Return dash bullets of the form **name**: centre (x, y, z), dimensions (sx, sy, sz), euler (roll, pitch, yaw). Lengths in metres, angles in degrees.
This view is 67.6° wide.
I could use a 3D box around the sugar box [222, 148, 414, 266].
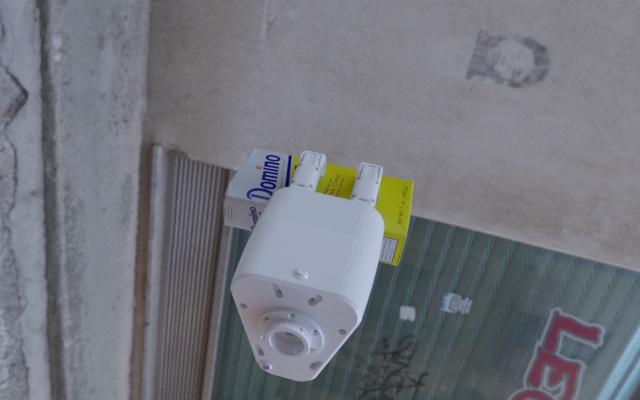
- **sugar box**: centre (0.000, 0.001, 0.481), dimensions (0.176, 0.048, 0.093), euler (14, 38, 5)
